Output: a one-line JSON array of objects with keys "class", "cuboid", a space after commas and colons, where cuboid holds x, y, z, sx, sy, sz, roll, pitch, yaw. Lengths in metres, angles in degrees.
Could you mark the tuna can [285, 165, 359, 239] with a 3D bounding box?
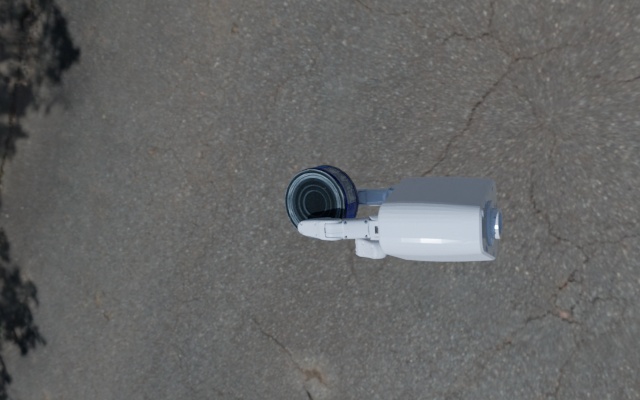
[{"class": "tuna can", "cuboid": [0.000, 0.002, 0.570, 0.086, 0.086, 0.033, 0, 9, 31]}]
